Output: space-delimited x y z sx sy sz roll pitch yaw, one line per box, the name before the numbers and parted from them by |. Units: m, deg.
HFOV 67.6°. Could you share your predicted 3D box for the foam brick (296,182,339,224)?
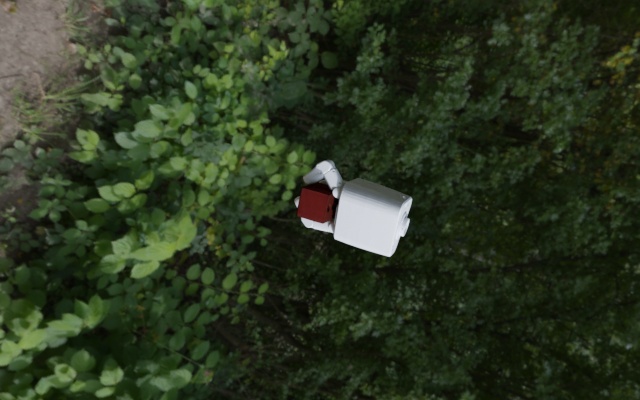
foam brick | 0.000 0.003 0.831 0.051 0.053 0.078 17 15 19
